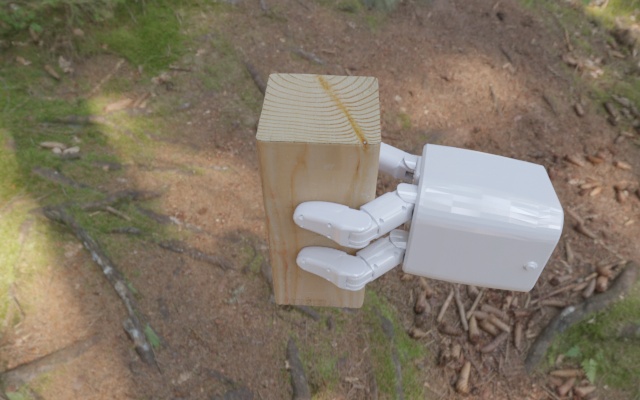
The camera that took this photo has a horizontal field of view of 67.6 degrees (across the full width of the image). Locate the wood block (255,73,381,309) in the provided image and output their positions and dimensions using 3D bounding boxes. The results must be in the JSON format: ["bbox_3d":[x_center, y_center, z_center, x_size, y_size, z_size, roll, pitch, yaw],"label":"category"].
[{"bbox_3d":[0.000,0.001,0.430,0.090,0.090,0.206,2,-45,2],"label":"wood block"}]
